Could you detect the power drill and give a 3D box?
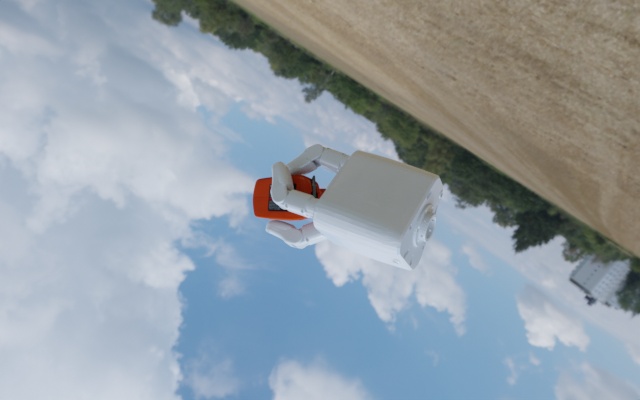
[{"bbox_3d":[0.000,0.002,0.675,0.184,0.057,0.187,-3,-5,45],"label":"power drill"}]
